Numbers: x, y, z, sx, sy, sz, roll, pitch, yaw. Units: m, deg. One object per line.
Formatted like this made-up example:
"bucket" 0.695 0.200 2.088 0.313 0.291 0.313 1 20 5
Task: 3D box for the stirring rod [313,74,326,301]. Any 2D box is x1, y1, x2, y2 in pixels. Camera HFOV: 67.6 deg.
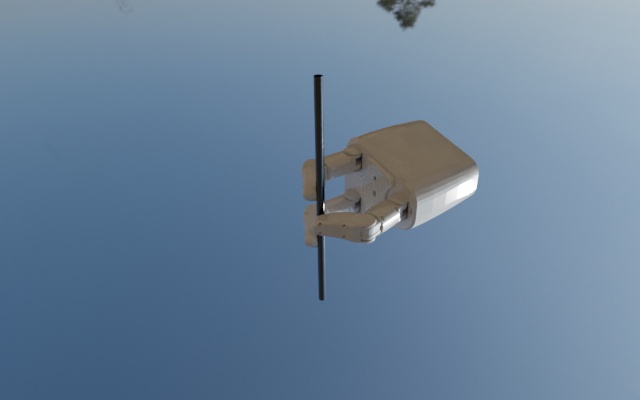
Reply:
"stirring rod" 0.000 0.001 0.452 0.011 0.240 0.011 -1 31 0
